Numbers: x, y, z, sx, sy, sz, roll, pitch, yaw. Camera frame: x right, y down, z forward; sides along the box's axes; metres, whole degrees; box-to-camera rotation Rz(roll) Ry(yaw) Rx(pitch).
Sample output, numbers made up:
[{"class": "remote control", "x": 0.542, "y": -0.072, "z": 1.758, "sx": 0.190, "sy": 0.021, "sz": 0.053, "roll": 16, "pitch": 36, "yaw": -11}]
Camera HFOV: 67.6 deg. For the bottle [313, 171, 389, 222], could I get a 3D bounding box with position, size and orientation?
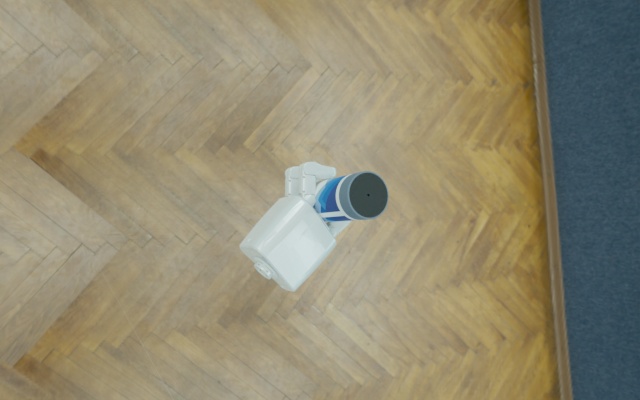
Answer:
[{"class": "bottle", "x": 0.000, "y": 0.002, "z": 0.781, "sx": 0.069, "sy": 0.069, "sz": 0.296, "roll": 0, "pitch": -4, "yaw": -27}]
